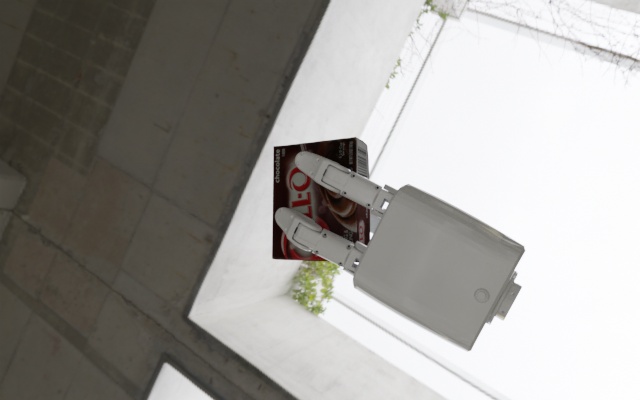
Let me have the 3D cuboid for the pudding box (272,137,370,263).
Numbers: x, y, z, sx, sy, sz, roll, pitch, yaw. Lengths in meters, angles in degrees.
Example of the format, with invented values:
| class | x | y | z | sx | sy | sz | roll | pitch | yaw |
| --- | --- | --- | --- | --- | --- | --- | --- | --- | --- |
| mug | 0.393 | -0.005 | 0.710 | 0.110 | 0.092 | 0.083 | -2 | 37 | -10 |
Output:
| class | x | y | z | sx | sy | sz | roll | pitch | yaw |
| --- | --- | --- | --- | --- | --- | --- | --- | --- | --- |
| pudding box | 0.000 | 0.002 | 0.453 | 0.090 | 0.113 | 0.039 | -3 | -8 | 27 |
